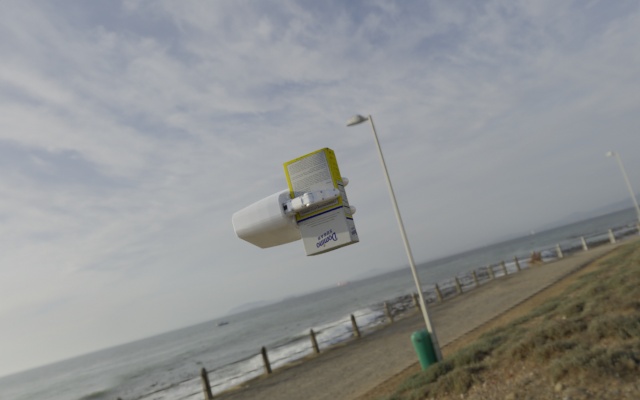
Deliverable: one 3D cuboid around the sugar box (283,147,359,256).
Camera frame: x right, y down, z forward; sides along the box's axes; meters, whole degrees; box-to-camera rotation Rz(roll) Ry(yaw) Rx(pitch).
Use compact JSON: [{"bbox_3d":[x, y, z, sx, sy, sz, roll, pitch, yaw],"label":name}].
[{"bbox_3d":[0.000,0.003,0.851,0.093,0.176,0.048,-19,-11,21],"label":"sugar box"}]
